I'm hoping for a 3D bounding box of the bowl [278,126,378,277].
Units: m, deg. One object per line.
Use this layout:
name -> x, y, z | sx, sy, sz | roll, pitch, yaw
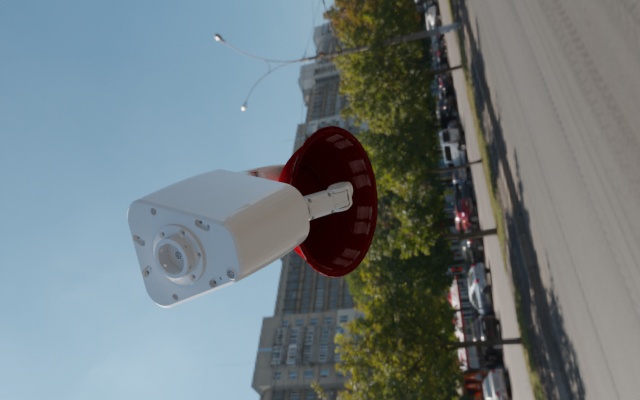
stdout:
bowl -> 0.001, 0.002, 0.529 | 0.055, 0.162, 0.162 | -2, -1, 38
